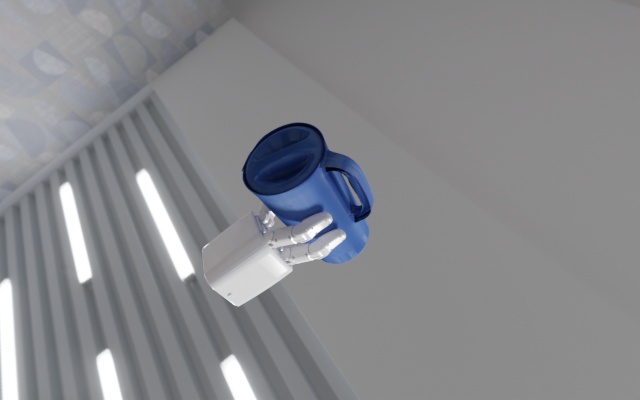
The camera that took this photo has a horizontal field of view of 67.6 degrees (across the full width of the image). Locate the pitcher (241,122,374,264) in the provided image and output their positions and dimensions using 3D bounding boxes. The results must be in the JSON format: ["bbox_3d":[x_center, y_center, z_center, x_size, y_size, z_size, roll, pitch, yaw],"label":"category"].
[{"bbox_3d":[0.000,0.003,0.759,0.149,0.145,0.243,53,0,43],"label":"pitcher"}]
